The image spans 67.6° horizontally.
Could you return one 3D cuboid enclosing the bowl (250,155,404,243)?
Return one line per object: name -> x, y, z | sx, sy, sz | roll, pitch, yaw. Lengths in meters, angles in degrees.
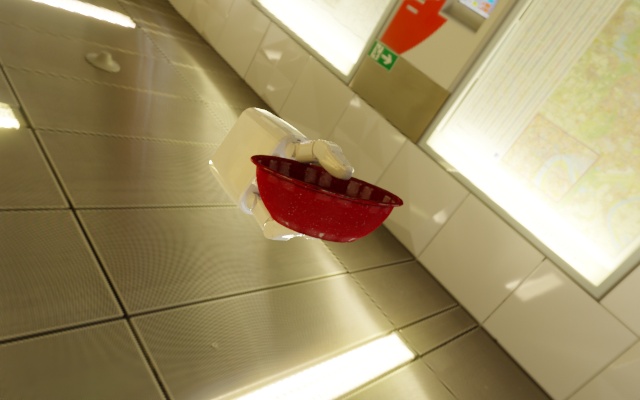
bowl -> 0.000, 0.002, 0.491 | 0.162, 0.055, 0.162 | 16, 10, -3
